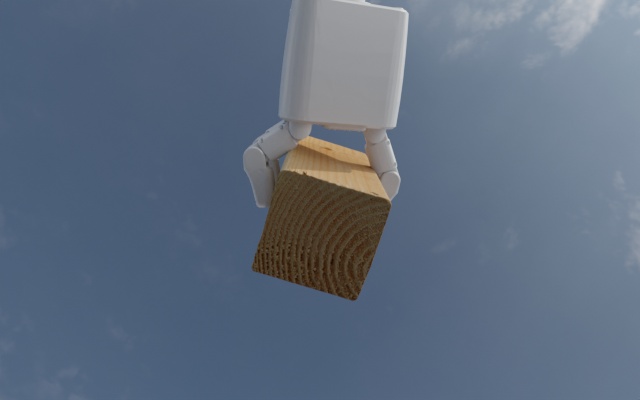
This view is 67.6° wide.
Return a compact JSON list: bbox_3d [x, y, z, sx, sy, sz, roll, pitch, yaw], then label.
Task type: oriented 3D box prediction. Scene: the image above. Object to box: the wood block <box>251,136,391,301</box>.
[{"bbox_3d":[0.000,0.001,0.465,0.091,0.090,0.206,17,15,-4],"label":"wood block"}]
